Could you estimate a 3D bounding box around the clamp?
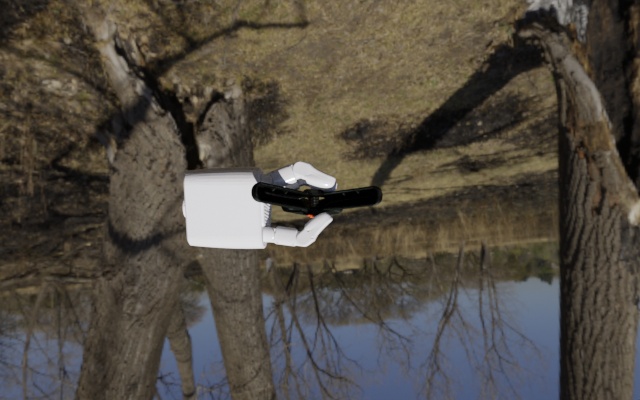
[{"bbox_3d":[0.000,0.003,0.683,0.164,0.036,0.210,2,-7,3],"label":"clamp"}]
